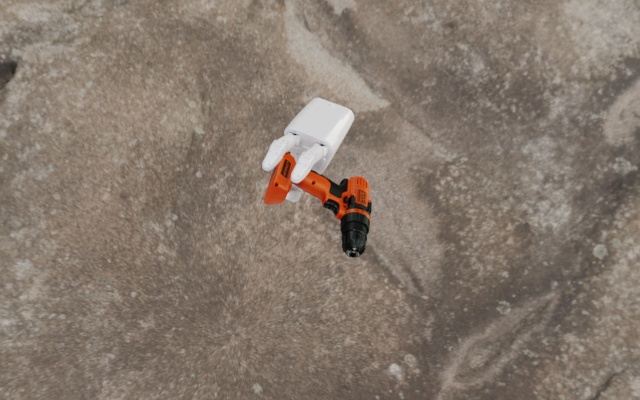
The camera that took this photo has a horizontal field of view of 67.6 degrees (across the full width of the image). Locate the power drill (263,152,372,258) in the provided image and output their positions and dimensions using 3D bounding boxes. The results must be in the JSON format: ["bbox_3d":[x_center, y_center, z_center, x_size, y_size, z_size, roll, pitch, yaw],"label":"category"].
[{"bbox_3d":[0.000,0.002,0.824,0.188,0.057,0.184,23,39,-13],"label":"power drill"}]
